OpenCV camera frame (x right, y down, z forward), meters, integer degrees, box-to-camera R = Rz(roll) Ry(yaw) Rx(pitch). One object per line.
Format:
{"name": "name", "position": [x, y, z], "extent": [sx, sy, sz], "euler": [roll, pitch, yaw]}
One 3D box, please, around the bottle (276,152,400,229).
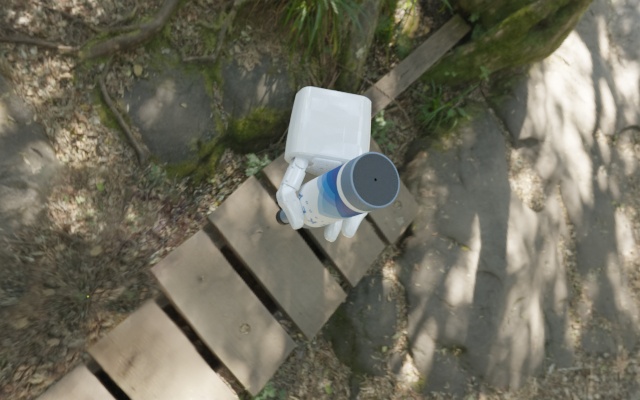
{"name": "bottle", "position": [0.000, 0.002, 0.676], "extent": [0.069, 0.069, 0.296], "euler": [0, -10, -26]}
